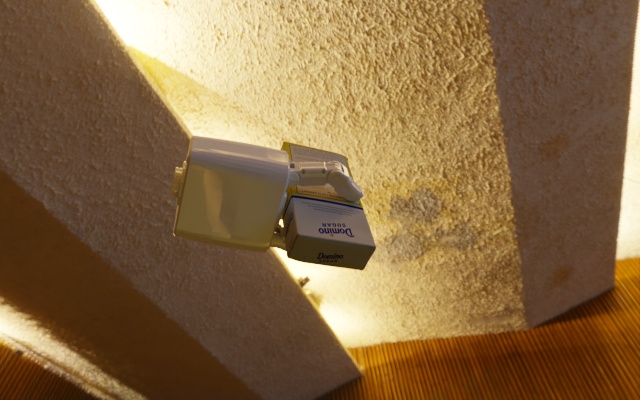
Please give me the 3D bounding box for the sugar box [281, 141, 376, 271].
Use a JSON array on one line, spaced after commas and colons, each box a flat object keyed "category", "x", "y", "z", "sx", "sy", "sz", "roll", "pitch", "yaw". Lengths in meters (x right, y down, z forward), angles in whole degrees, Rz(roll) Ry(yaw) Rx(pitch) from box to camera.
[{"category": "sugar box", "x": 0.000, "y": 0.002, "z": 0.572, "sx": 0.093, "sy": 0.048, "sz": 0.176, "roll": 11, "pitch": 39, "yaw": -18}]
